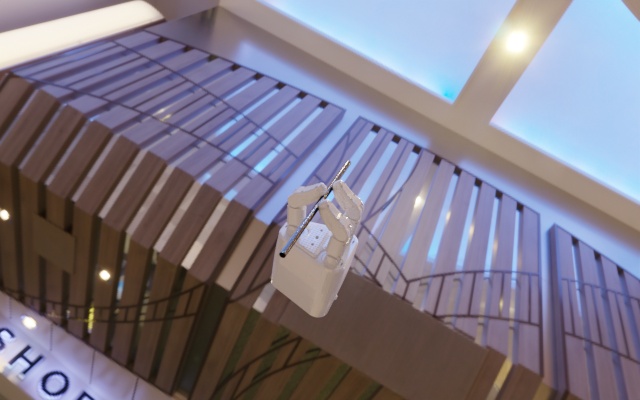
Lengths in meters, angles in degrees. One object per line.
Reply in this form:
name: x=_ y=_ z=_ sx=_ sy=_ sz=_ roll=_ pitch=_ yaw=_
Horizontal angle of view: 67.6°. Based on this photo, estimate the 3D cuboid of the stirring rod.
stirring rod: x=0.000 y=0.002 z=0.632 sx=0.011 sy=0.011 sz=0.239 roll=0 pitch=30 yaw=24
